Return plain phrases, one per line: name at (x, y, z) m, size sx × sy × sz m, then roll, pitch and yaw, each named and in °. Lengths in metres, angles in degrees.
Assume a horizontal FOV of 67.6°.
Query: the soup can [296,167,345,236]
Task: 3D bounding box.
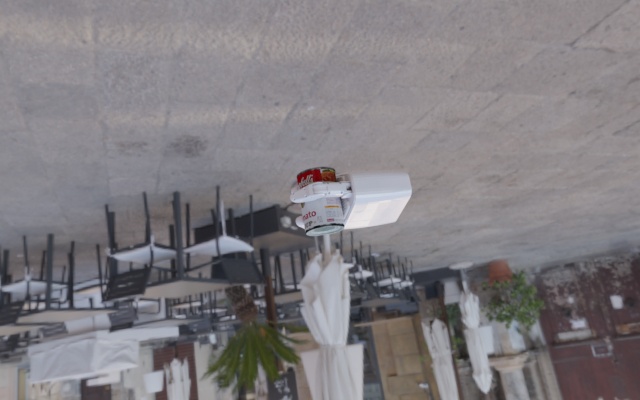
soup can at (0.000, 0.003, 0.803) m, size 0.068 × 0.102 × 0.068 m, roll -9°, pitch -16°, yaw -2°
